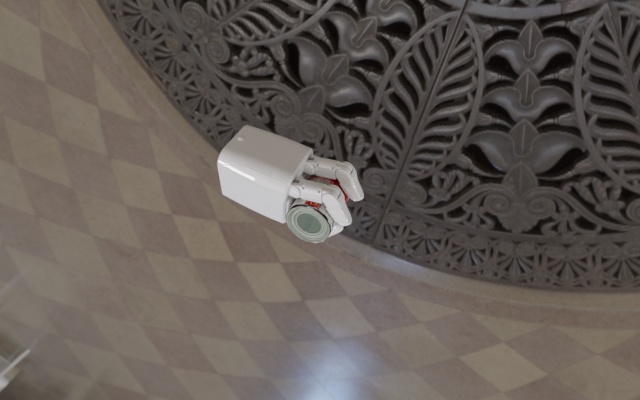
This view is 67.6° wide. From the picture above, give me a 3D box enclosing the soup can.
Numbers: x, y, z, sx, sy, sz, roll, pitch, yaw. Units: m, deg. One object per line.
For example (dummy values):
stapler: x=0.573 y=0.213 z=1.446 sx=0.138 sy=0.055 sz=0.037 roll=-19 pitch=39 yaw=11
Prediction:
soup can: x=0.000 y=0.003 z=0.683 sx=0.068 sy=0.068 sz=0.102 roll=0 pitch=38 yaw=26
